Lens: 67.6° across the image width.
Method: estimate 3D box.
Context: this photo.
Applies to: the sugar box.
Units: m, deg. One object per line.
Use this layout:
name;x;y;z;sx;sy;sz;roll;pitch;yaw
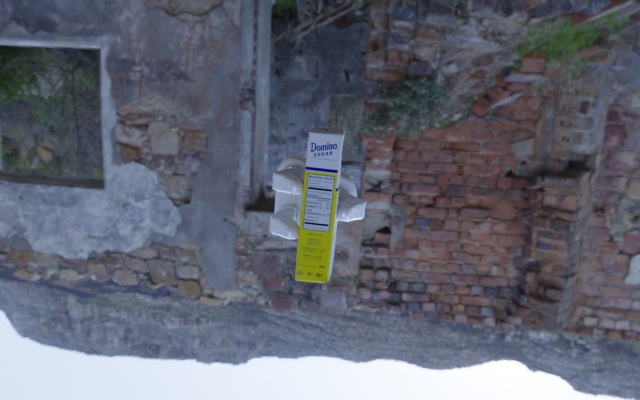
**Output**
sugar box;0.000;0.002;0.581;0.048;0.176;0.093;4;11;3
